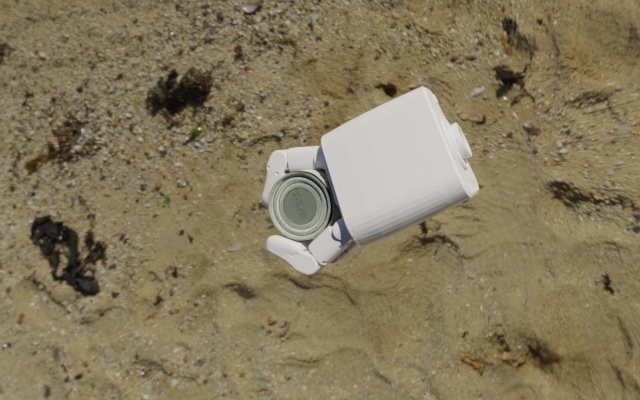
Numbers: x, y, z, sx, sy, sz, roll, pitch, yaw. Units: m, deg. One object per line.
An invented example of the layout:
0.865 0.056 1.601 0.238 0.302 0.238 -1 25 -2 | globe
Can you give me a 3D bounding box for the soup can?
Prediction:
-0.001 0.002 0.486 0.068 0.068 0.102 0 5 24 | soup can
